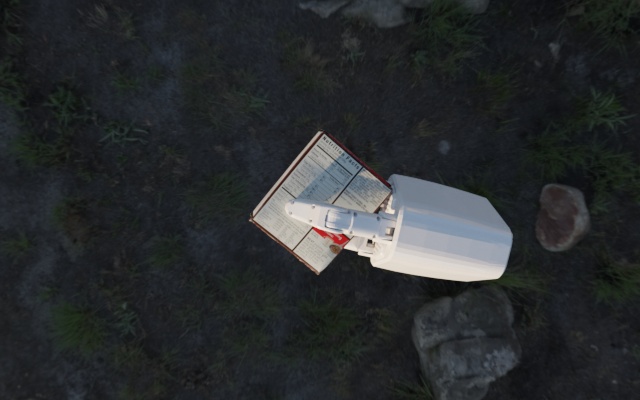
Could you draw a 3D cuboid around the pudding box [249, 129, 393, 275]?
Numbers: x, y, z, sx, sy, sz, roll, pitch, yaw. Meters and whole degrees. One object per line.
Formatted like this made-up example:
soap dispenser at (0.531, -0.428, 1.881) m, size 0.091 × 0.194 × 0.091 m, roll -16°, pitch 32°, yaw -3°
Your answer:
pudding box at (0.000, 0.002, 0.464) m, size 0.090 × 0.113 × 0.039 m, roll 40°, pitch 2°, yaw -8°
